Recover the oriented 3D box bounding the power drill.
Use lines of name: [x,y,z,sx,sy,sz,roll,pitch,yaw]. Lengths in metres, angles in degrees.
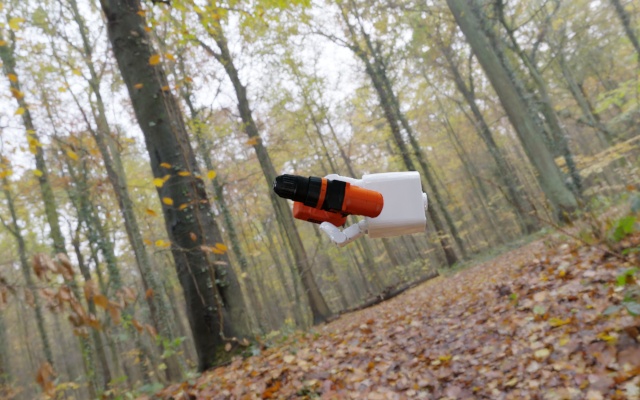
power drill: [0.000,0.003,0.842,0.184,0.057,0.188,13,-10,-9]
